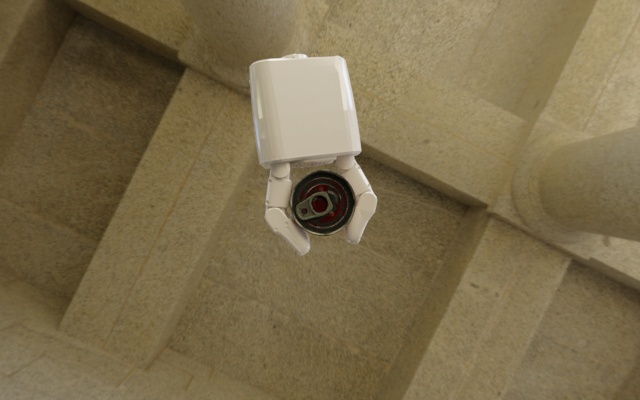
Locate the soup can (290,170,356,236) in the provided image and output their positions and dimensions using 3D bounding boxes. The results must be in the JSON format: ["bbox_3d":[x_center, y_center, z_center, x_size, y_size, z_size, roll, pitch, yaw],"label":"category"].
[{"bbox_3d":[0.000,0.002,0.535,0.068,0.068,0.102,0,1,-3],"label":"soup can"}]
